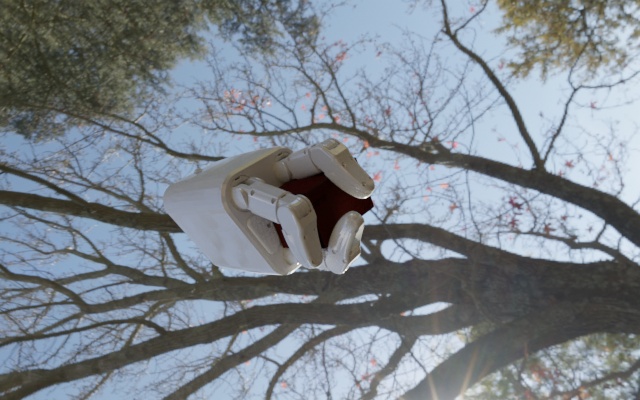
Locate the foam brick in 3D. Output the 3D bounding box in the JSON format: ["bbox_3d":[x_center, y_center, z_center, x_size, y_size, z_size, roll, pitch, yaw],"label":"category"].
[{"bbox_3d":[0.000,0.001,0.424,0.051,0.053,0.078,-4,23,43],"label":"foam brick"}]
